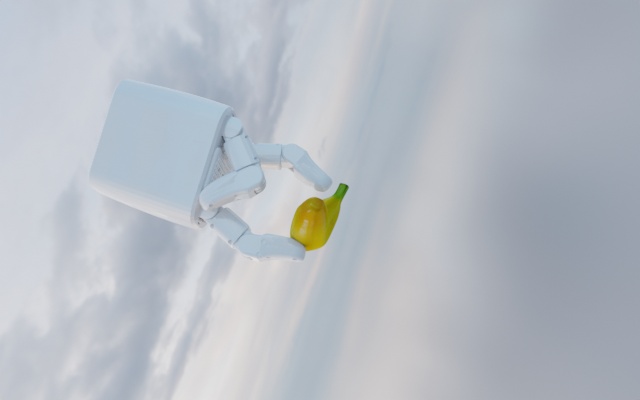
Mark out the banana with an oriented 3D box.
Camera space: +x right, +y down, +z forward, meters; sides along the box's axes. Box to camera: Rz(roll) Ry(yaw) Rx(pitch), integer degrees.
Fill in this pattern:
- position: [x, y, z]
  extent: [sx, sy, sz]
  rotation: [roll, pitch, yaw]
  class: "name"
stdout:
- position: [-0.005, 0.019, 0.483]
  extent: [0.037, 0.069, 0.198]
  rotation: [18, 9, 5]
  class: "banana"
